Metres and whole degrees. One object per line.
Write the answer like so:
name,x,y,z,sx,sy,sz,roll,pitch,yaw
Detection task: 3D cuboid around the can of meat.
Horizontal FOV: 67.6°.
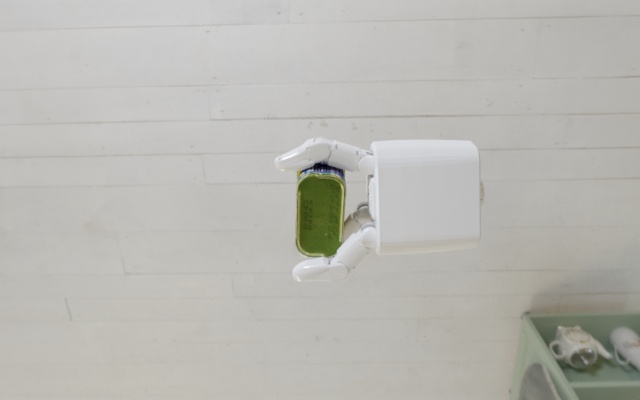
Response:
can of meat,0.000,0.002,0.531,0.057,0.102,0.084,1,23,-1
